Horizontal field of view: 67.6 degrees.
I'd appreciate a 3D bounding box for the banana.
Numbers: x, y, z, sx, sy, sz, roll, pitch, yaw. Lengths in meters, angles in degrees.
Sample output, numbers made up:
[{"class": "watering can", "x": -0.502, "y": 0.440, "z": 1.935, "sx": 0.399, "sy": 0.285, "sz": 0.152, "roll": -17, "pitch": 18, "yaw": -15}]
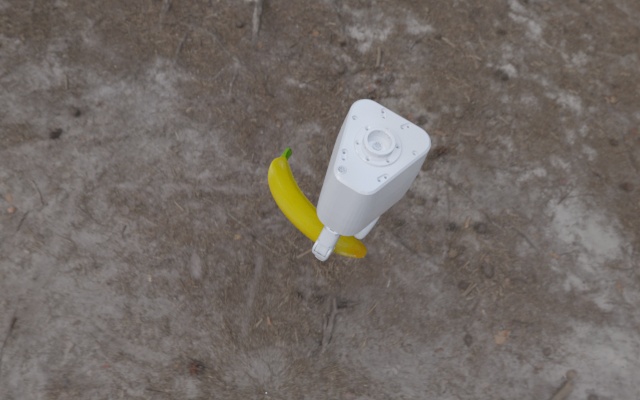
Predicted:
[{"class": "banana", "x": -0.017, "y": 0.008, "z": 0.649, "sx": 0.069, "sy": 0.197, "sz": 0.037, "roll": -28, "pitch": -20, "yaw": -23}]
